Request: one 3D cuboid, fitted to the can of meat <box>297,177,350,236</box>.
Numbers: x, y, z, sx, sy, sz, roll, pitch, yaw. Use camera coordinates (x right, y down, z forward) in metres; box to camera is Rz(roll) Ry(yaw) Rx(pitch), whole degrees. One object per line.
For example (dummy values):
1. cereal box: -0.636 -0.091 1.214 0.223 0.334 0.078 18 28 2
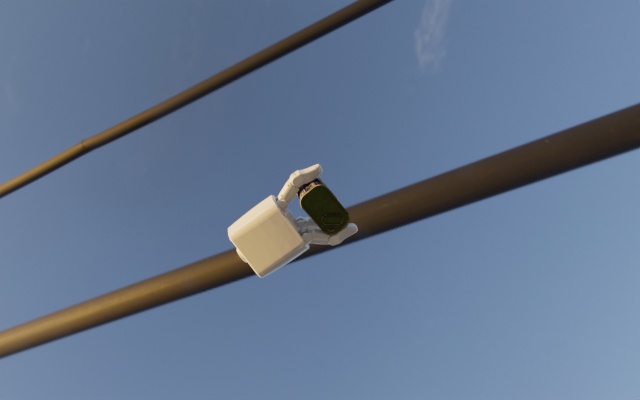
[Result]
1. can of meat: 0.000 0.003 0.880 0.057 0.102 0.084 -39 26 4
